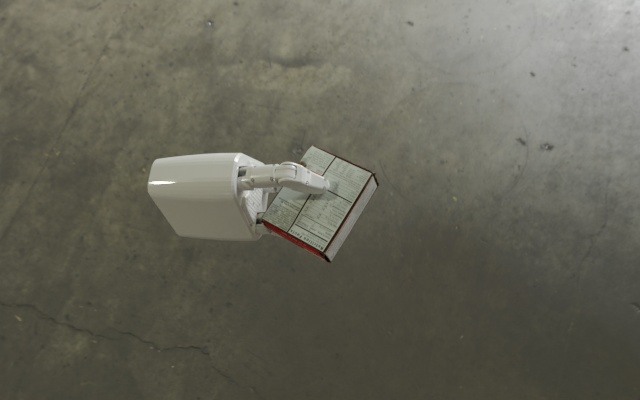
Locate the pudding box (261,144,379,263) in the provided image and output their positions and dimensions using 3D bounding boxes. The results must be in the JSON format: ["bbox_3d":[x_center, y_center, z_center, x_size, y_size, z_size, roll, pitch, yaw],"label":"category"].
[{"bbox_3d":[0.000,0.002,0.547,0.090,0.113,0.039,28,-13,22],"label":"pudding box"}]
